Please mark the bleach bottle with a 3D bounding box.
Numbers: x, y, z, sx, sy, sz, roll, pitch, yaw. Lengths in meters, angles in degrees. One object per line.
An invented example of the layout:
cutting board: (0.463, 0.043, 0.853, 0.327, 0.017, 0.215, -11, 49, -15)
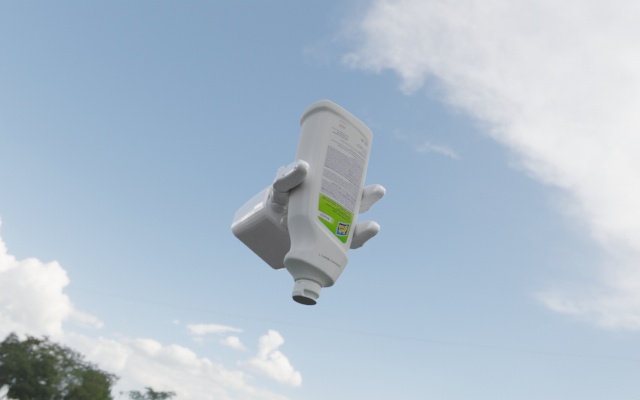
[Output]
bleach bottle: (0.000, 0.002, 0.587, 0.102, 0.250, 0.068, 30, -34, -26)
